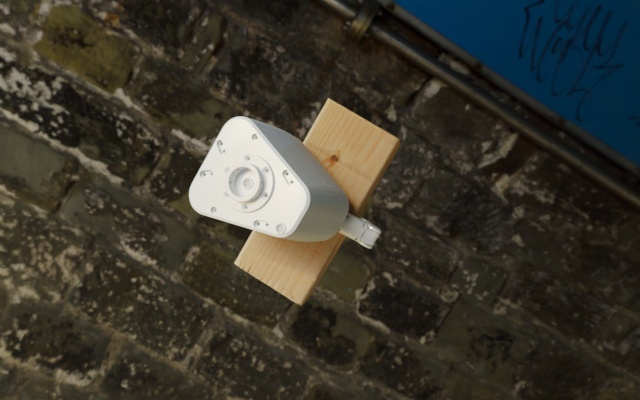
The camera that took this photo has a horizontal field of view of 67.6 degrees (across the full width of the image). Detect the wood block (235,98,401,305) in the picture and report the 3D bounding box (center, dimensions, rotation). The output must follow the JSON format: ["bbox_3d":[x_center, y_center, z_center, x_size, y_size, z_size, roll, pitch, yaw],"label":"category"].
[{"bbox_3d":[0.000,0.002,0.548,0.091,0.206,0.090,31,7,6],"label":"wood block"}]
